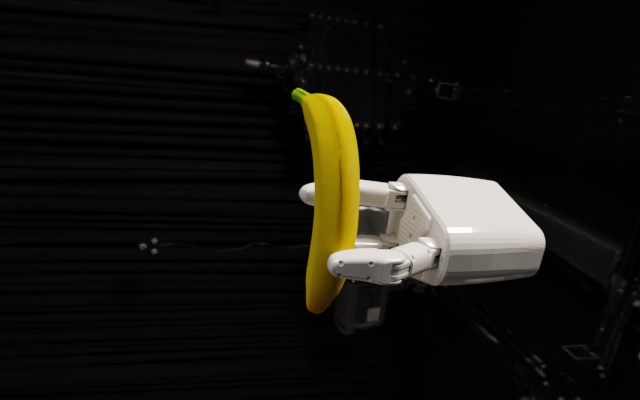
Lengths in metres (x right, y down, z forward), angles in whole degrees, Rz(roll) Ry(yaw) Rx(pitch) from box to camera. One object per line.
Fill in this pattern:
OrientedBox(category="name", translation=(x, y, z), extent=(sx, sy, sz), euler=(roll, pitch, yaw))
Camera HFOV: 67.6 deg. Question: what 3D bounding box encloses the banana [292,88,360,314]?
OrientedBox(category="banana", translation=(0.007, -0.004, 0.394), extent=(0.037, 0.198, 0.069), euler=(-1, -5, -22))
